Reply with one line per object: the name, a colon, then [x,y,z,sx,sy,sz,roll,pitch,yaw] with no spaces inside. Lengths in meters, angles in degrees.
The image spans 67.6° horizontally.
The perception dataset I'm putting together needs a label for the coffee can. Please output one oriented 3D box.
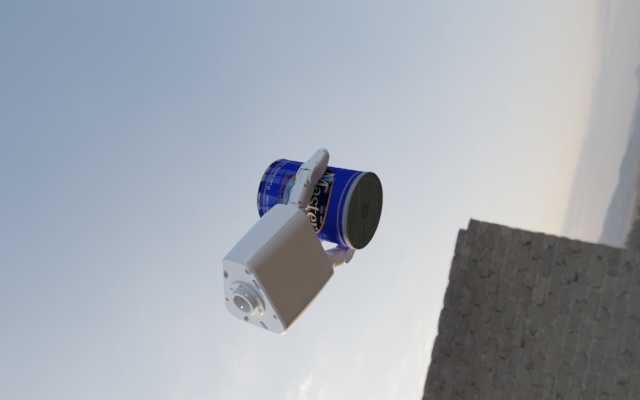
coffee can: [0.000,0.002,0.650,0.140,0.103,0.103,11,6,30]
